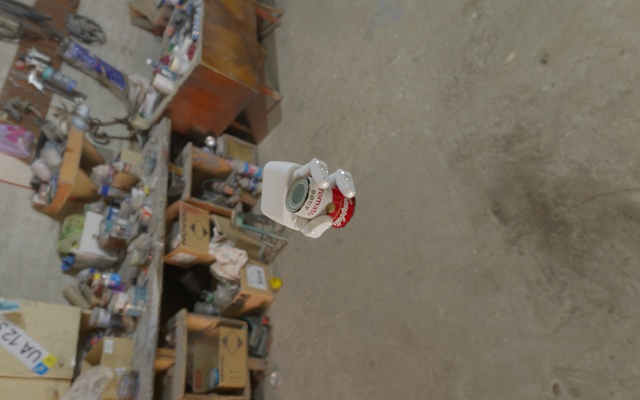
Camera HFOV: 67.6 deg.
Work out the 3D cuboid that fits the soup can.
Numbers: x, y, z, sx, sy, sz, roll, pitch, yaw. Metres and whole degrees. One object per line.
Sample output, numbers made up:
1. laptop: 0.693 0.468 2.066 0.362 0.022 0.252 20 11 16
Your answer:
1. soup can: 0.000 0.003 0.806 0.102 0.068 0.068 20 -12 -33
